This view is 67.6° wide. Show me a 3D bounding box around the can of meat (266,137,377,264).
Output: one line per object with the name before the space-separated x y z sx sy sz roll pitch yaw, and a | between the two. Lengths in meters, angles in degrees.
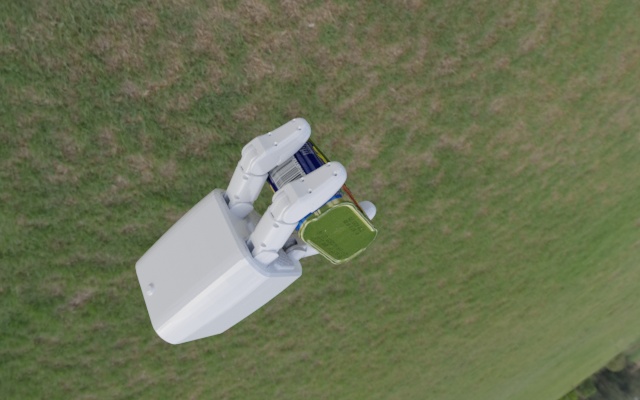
can of meat | 0.000 0.002 0.429 0.057 0.084 0.102 -37 -34 7
